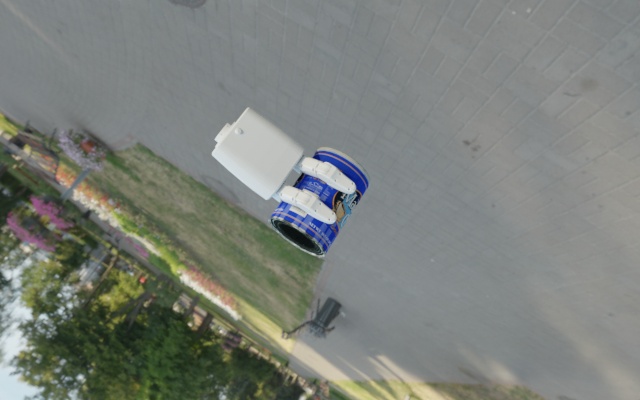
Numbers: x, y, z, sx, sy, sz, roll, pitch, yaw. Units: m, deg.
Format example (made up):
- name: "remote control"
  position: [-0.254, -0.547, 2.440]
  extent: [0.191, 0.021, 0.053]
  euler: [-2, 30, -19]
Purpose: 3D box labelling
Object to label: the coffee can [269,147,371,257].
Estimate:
- name: "coffee can"
  position: [0.000, 0.002, 0.747]
  extent: [0.103, 0.140, 0.103]
  euler: [30, -19, 11]
